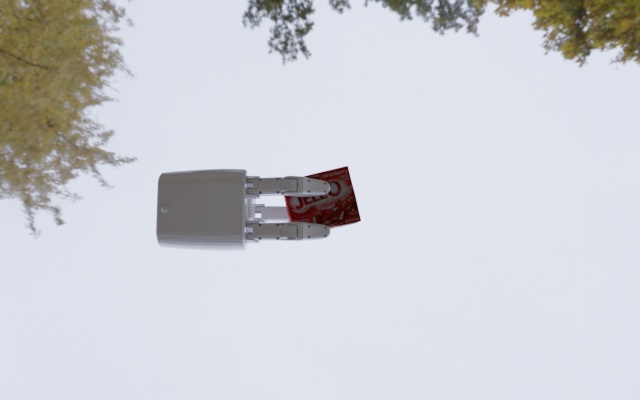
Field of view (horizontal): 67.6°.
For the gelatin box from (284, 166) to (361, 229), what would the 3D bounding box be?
[{"bbox_3d":[0.000,0.002,0.609,0.089,0.073,0.030,-13,-5,-6],"label":"gelatin box"}]
